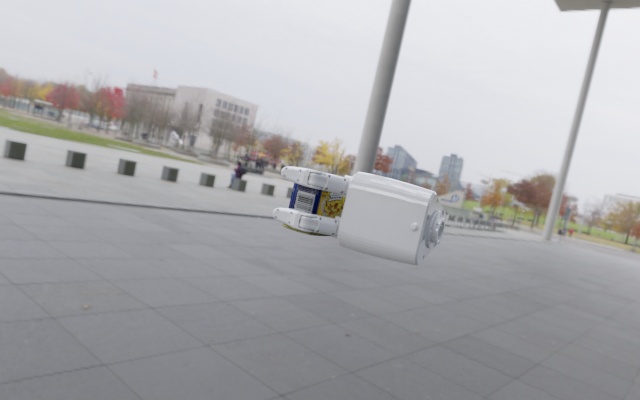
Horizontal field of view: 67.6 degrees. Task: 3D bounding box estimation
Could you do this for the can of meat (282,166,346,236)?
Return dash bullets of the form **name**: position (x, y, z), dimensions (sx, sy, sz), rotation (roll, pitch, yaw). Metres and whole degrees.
- **can of meat**: position (0.000, 0.002, 0.661), dimensions (0.057, 0.084, 0.102), rotation (15, 4, 31)
